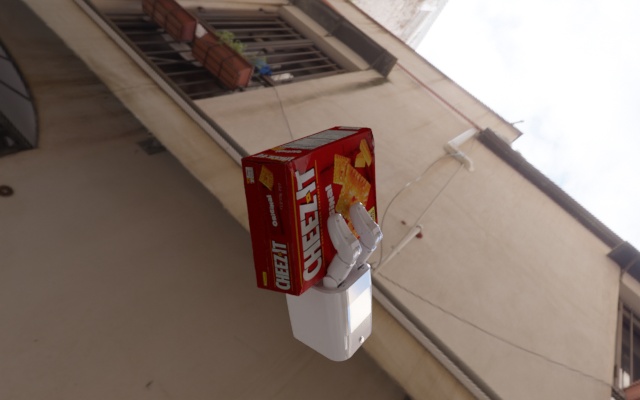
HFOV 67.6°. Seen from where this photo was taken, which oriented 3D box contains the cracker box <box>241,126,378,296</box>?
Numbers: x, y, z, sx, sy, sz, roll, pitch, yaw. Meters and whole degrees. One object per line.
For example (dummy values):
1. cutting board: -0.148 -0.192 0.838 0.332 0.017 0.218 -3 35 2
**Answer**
1. cracker box: 0.000 0.002 0.622 0.072 0.164 0.213 6 20 31
